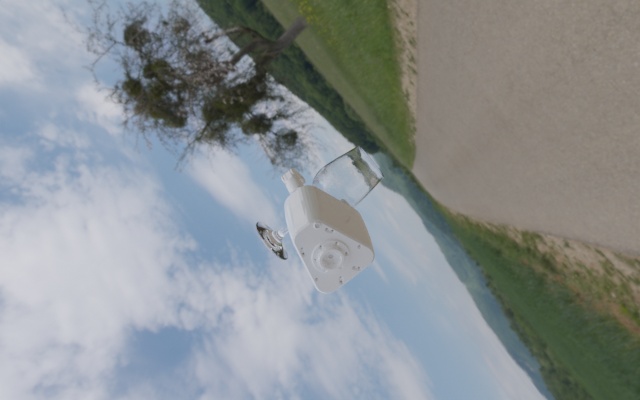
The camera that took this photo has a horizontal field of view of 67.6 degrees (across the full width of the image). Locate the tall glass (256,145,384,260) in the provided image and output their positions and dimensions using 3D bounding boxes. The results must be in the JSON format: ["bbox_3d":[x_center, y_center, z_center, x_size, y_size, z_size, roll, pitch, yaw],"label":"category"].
[{"bbox_3d":[0.000,0.003,0.730,0.201,0.079,0.079,-39,-8,10],"label":"tall glass"}]
